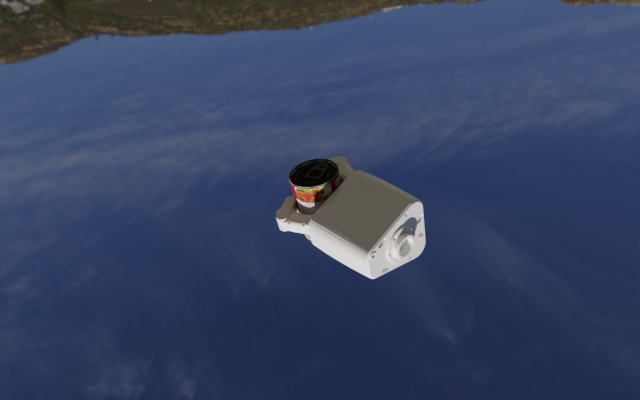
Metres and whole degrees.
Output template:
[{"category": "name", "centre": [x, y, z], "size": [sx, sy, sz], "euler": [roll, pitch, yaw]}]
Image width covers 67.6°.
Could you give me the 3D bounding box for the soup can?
[{"category": "soup can", "centre": [0.000, 0.002, 0.667], "size": [0.068, 0.102, 0.068], "euler": [-9, 36, 6]}]
